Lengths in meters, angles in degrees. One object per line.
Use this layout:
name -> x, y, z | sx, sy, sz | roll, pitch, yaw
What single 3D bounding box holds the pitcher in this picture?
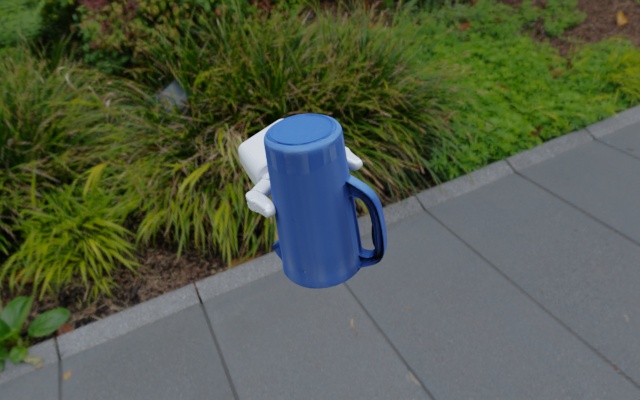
pitcher -> 0.000, 0.002, 0.704 | 0.149, 0.243, 0.145 | -21, 37, -17
